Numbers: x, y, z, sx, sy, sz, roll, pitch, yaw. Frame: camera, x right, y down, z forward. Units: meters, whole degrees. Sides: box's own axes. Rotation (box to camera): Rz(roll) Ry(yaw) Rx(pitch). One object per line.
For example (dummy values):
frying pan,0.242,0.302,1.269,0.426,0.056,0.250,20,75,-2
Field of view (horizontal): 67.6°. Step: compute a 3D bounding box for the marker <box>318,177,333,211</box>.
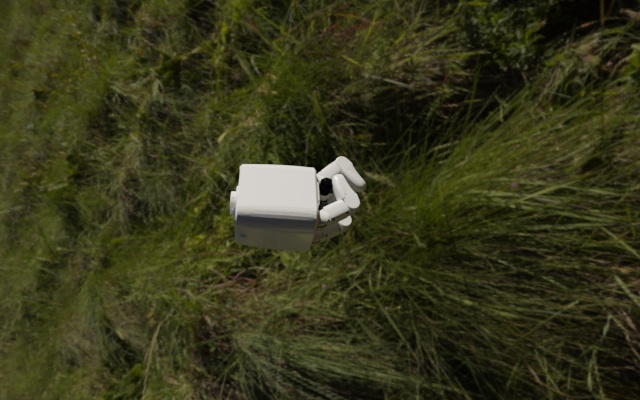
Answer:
marker,0.000,0.002,0.703,0.020,0.020,0.121,0,-28,-10
